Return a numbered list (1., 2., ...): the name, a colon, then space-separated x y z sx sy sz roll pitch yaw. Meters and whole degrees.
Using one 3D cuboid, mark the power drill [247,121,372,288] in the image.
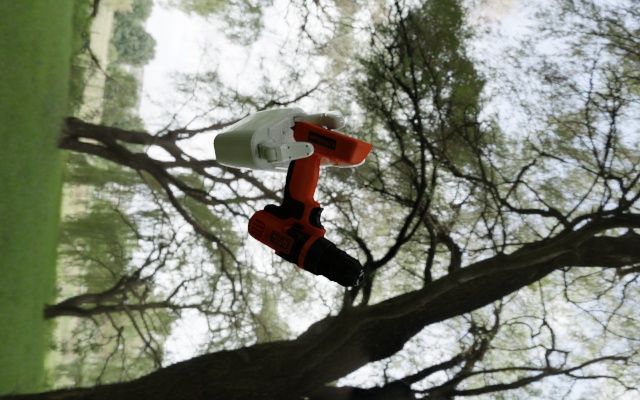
1. power drill: 0.000 0.002 0.631 0.184 0.188 0.057 25 10 25
